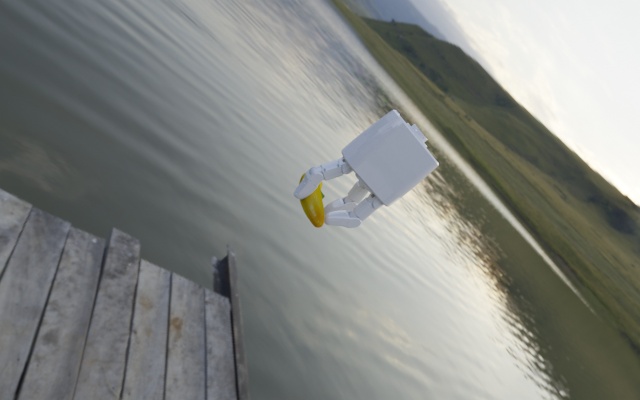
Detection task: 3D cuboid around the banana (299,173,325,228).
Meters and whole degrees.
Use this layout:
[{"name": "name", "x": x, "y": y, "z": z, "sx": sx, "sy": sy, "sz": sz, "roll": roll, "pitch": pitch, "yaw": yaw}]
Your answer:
[{"name": "banana", "x": -0.011, "y": -0.013, "z": 0.821, "sx": 0.037, "sy": 0.069, "sz": 0.197, "roll": -36, "pitch": 10, "yaw": 11}]
